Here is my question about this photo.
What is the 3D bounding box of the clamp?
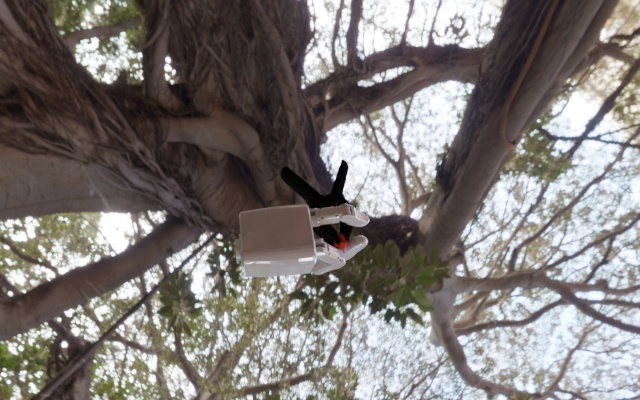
[{"bbox_3d":[0.000,0.003,0.783,0.120,0.171,0.039,-4,-35,-9],"label":"clamp"}]
